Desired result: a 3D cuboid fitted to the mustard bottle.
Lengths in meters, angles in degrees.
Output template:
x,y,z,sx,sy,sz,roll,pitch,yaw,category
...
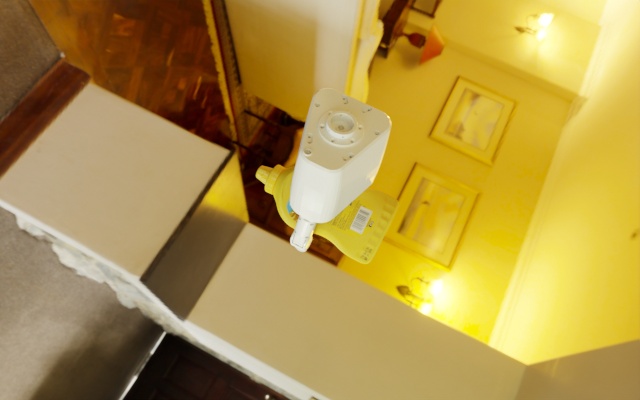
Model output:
x,y,z,sx,sy,sz,roll,pitch,yaw,category
0.000,0.002,0.641,0.191,0.096,0.058,27,-6,7,mustard bottle
